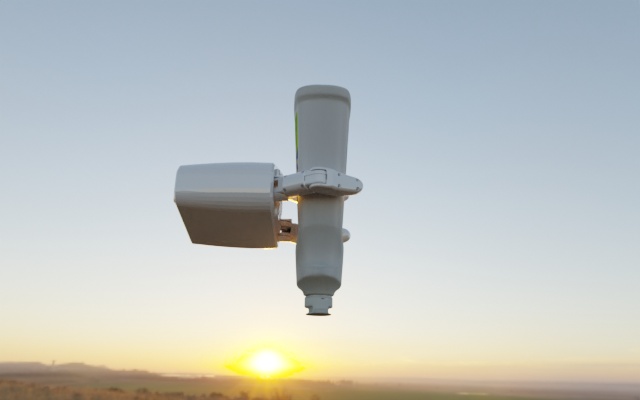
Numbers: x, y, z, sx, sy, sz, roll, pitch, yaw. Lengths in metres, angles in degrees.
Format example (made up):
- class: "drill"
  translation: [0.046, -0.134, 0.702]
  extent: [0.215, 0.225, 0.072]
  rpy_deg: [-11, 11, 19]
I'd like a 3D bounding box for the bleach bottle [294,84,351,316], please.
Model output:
- class: "bleach bottle"
  translation: [0.000, 0.002, 0.545]
  extent: [0.068, 0.250, 0.103]
  rpy_deg: [1, -20, 0]
